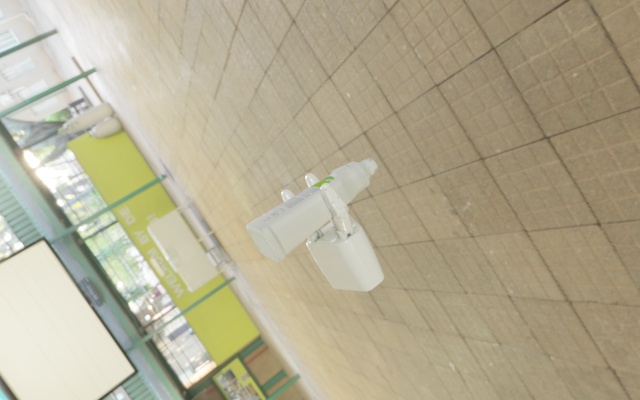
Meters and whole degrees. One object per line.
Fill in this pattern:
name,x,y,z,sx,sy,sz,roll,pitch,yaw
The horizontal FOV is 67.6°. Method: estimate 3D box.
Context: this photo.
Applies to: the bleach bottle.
bleach bottle,0.000,0.003,0.811,0.251,0.068,0.102,-34,19,-19
